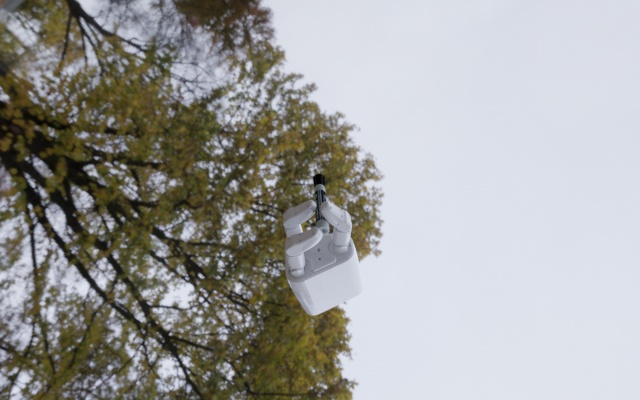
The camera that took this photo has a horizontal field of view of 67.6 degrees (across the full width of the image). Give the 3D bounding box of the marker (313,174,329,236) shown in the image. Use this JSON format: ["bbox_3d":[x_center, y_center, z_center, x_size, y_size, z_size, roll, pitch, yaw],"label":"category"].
[{"bbox_3d":[0.000,0.002,0.725,0.020,0.020,0.121,0,44,-4],"label":"marker"}]
